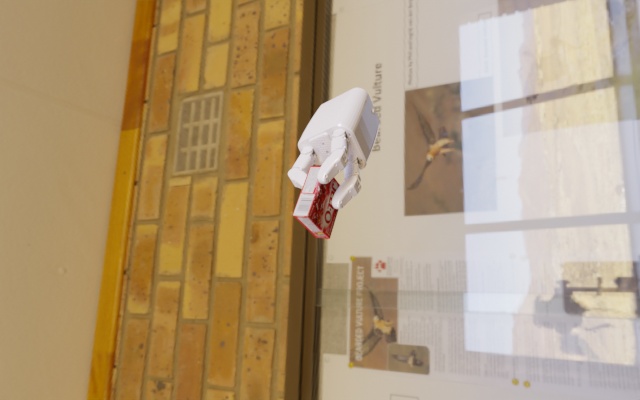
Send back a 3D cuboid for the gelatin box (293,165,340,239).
[{"bbox_3d":[0.000,0.003,0.720,0.030,0.089,0.073,3,-29,32],"label":"gelatin box"}]
